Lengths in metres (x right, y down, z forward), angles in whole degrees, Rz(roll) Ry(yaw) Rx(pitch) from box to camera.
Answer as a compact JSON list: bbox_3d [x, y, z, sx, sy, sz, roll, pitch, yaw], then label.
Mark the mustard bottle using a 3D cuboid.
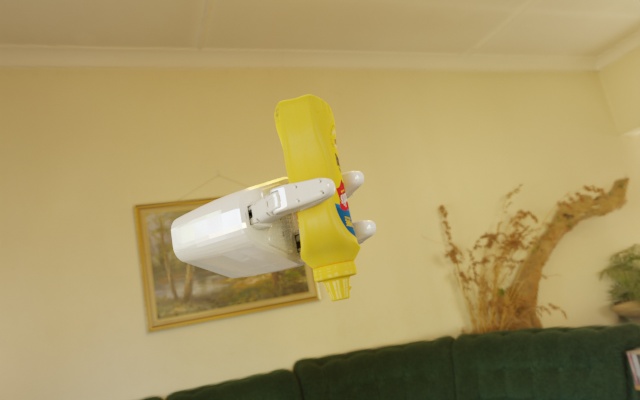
[{"bbox_3d":[0.000,0.001,0.467,0.058,0.191,0.096,-12,-12,6],"label":"mustard bottle"}]
